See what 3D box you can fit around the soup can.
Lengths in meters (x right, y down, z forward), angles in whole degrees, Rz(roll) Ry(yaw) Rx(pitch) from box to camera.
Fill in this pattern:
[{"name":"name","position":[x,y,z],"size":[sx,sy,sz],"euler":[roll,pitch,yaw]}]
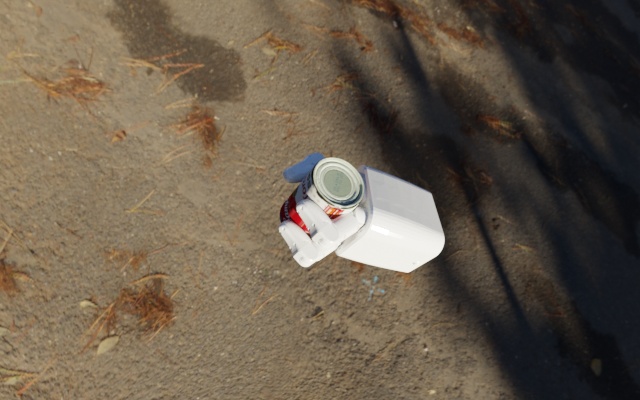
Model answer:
[{"name":"soup can","position":[0.000,0.001,0.574],"size":[0.068,0.068,0.102],"euler":[0,-27,-28]}]
